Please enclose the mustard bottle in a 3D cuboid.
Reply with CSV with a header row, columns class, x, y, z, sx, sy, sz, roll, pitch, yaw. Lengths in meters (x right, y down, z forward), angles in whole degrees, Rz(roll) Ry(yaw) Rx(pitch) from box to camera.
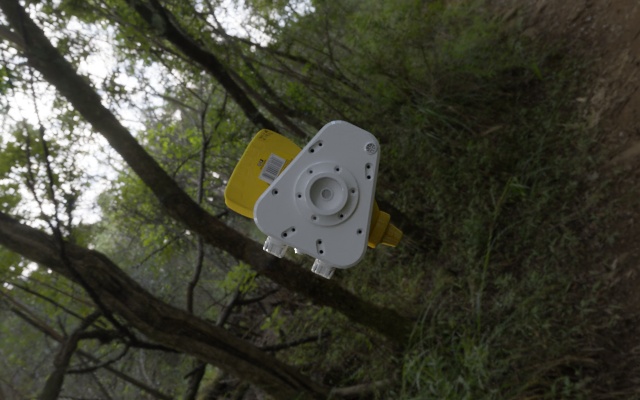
class,x,y,z,sx,sy,sz,roll,pitch,yaw
mustard bottle,0.000,0.002,0.523,0.191,0.096,0.058,25,-24,1
